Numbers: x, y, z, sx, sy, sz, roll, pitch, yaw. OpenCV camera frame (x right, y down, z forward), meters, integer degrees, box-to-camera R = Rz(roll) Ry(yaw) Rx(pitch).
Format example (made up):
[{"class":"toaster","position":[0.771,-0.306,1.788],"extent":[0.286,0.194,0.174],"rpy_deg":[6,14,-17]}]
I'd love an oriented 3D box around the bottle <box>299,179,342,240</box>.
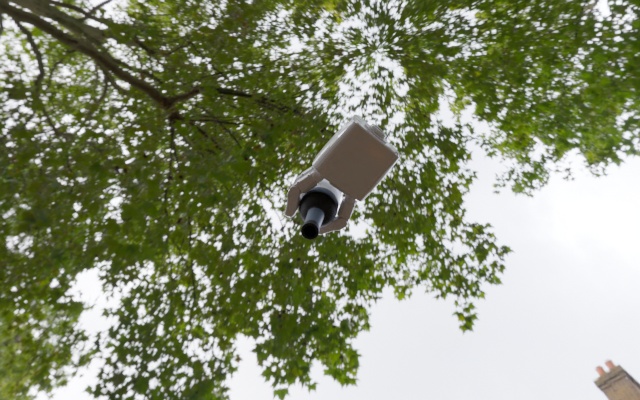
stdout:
[{"class":"bottle","position":[0.000,0.003,0.855],"extent":[0.069,0.069,0.295],"rpy_deg":[0,17,7]}]
